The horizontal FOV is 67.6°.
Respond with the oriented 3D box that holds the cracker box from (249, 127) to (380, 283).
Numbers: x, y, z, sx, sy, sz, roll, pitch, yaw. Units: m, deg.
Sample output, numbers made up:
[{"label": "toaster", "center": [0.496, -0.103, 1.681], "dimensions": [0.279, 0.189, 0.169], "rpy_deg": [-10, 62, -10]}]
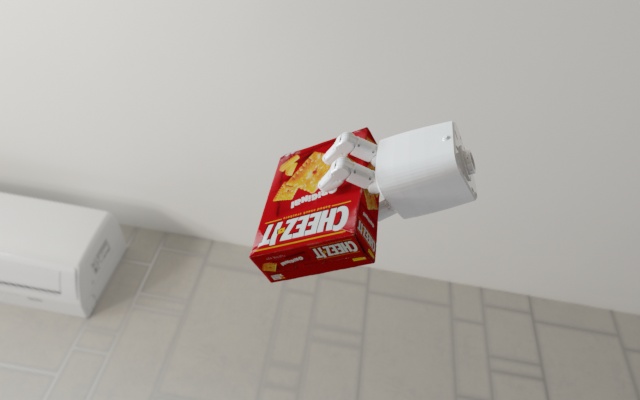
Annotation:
[{"label": "cracker box", "center": [0.000, 0.002, 0.698], "dimensions": [0.164, 0.213, 0.072], "rpy_deg": [-15, -50, 26]}]
